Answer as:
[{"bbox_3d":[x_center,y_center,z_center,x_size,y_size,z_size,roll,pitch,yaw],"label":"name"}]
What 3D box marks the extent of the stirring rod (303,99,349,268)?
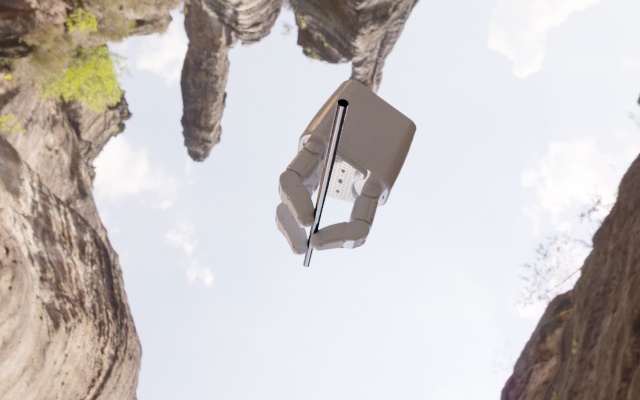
[{"bbox_3d":[0.000,0.001,0.427,0.011,0.011,0.240,0,-35,-9],"label":"stirring rod"}]
